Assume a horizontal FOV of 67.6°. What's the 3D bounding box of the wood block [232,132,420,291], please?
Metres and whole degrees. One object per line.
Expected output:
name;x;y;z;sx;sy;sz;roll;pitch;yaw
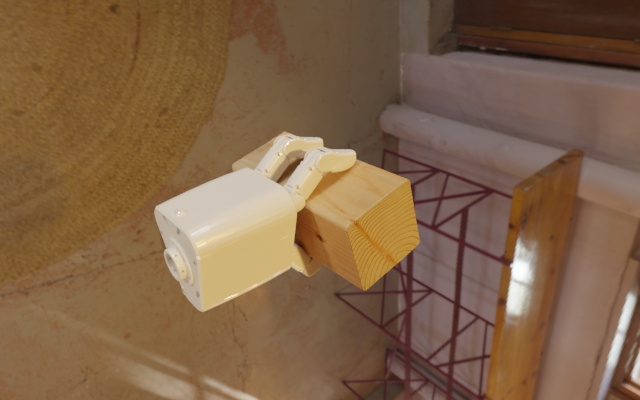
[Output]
wood block;0.000;0.002;0.545;0.090;0.091;0.206;-36;40;-25
